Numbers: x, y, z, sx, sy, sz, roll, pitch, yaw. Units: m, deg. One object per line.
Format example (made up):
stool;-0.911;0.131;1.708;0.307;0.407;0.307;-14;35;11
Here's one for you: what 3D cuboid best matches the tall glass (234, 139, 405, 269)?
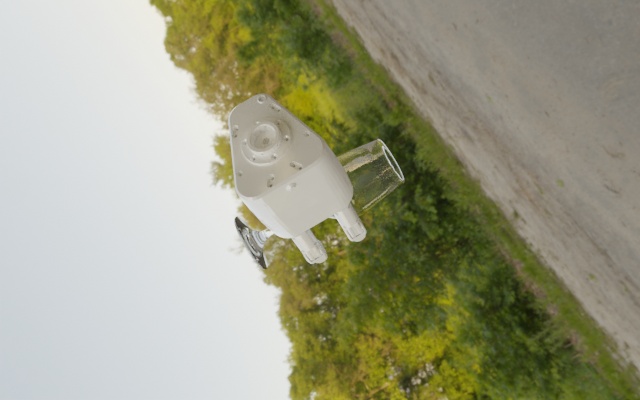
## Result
tall glass;0.000;0.002;0.580;0.201;0.079;0.079;-30;-2;3
